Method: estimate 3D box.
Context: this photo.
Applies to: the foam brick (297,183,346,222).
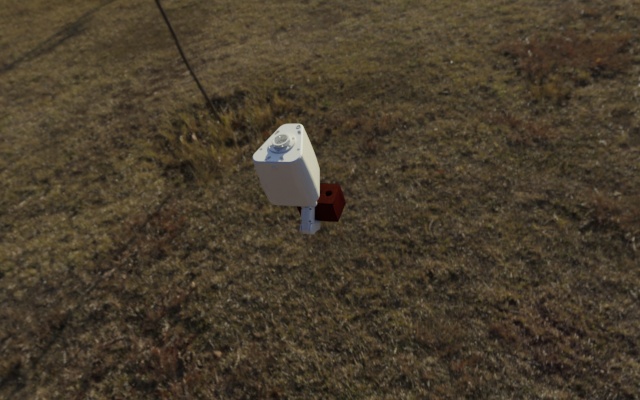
[{"bbox_3d":[0.000,0.003,0.898,0.078,0.053,0.051,3,-42,21],"label":"foam brick"}]
